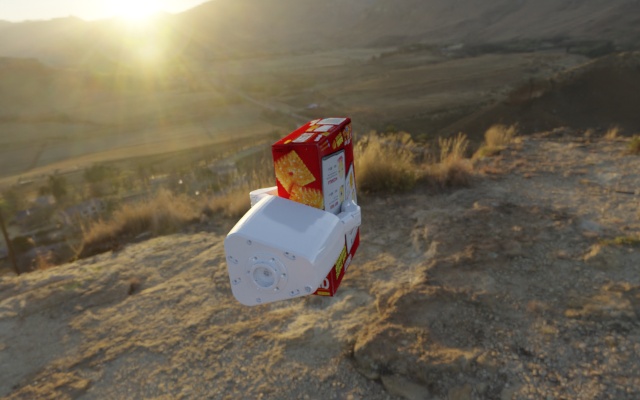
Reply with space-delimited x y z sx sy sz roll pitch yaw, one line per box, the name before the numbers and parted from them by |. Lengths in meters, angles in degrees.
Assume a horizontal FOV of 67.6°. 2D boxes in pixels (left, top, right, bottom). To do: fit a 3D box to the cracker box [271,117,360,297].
cracker box | 0.000 0.002 0.685 0.072 0.214 0.164 2 22 18
